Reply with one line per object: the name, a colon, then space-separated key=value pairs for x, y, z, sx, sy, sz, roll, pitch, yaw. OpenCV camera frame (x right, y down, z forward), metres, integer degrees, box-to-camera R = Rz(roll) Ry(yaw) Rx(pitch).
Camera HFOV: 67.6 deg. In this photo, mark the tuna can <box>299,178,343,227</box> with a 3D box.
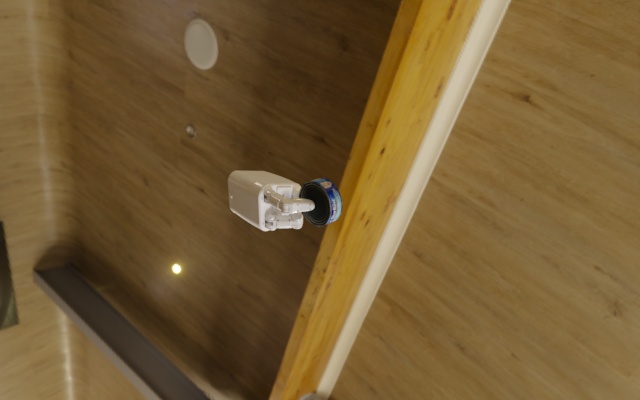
tuna can: x=0.001 y=0.003 z=0.878 sx=0.033 sy=0.086 sz=0.086 roll=-19 pitch=12 yaw=-40
